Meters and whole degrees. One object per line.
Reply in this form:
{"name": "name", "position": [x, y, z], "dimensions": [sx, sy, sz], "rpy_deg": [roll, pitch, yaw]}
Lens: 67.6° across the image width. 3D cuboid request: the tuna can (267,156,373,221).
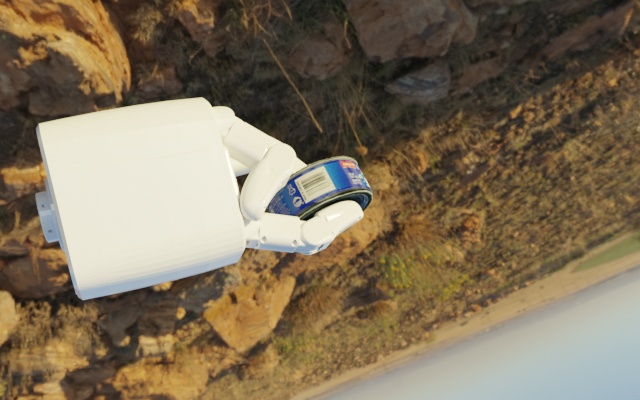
{"name": "tuna can", "position": [0.000, 0.002, 0.400], "dimensions": [0.086, 0.033, 0.086], "rpy_deg": [-24, -20, -9]}
